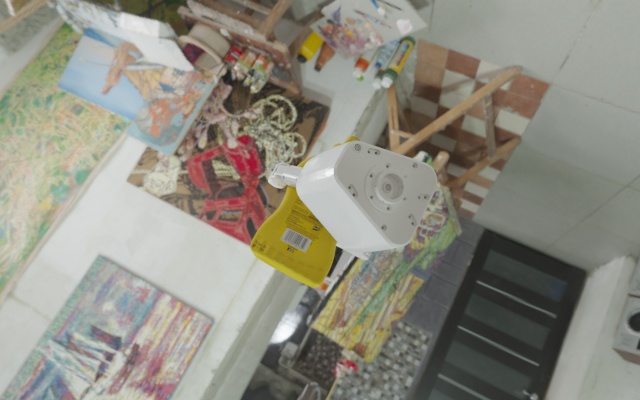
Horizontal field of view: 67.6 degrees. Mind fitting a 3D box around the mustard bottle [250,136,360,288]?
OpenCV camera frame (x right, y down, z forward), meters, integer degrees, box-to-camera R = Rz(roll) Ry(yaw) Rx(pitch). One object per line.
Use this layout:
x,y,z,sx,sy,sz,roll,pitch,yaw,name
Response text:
0.000,0.002,0.587,0.096,0.191,0.058,26,-16,9,mustard bottle
